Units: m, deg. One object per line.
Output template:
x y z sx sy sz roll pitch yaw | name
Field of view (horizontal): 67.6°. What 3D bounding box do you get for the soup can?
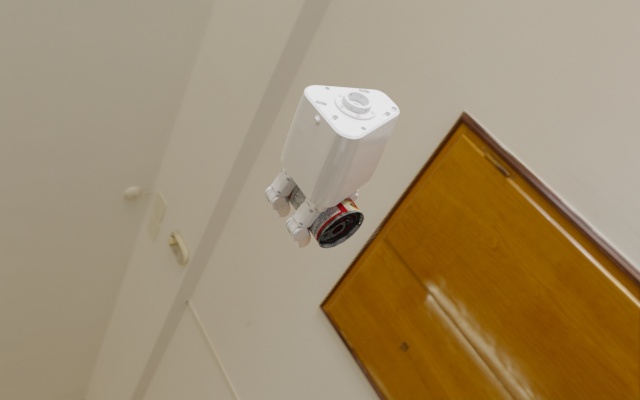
0.000 0.002 0.622 0.068 0.102 0.069 -27 -30 -17 | soup can
